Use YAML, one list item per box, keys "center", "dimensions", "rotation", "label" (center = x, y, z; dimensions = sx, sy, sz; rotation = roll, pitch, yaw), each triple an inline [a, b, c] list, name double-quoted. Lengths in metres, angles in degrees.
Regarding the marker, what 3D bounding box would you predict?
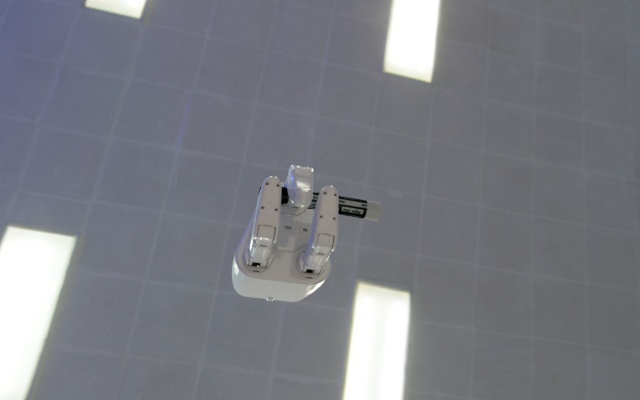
- center: [0.000, 0.001, 0.467]
  dimensions: [0.121, 0.020, 0.020]
  rotation: [10, -2, -10]
  label: "marker"
